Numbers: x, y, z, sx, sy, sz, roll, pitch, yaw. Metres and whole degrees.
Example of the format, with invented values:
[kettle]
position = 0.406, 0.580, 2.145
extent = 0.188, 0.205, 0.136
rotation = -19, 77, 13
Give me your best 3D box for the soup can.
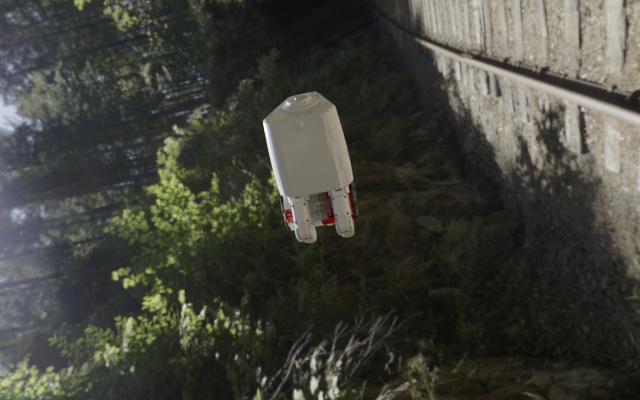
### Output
[soup can]
position = 0.000, 0.003, 0.680
extent = 0.102, 0.068, 0.068
rotation = -10, -1, 7
